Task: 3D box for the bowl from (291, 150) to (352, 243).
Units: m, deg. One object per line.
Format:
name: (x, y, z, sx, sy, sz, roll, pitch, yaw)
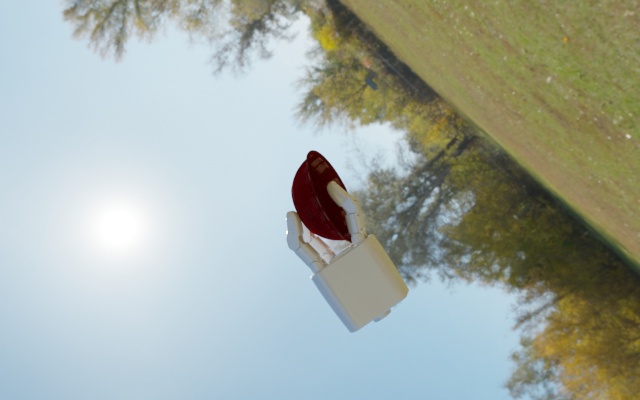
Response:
bowl: (-0.001, 0.001, 0.766, 0.055, 0.162, 0.162, -25, -9, 19)
